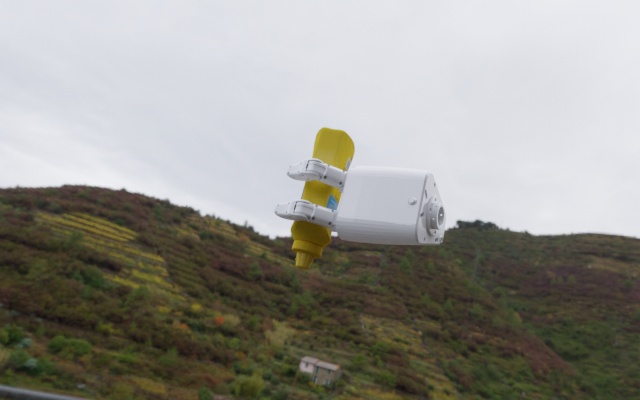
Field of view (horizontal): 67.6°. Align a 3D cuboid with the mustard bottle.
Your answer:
[{"bbox_3d":[0.000,0.002,0.665,0.058,0.191,0.096,12,-17,9],"label":"mustard bottle"}]
